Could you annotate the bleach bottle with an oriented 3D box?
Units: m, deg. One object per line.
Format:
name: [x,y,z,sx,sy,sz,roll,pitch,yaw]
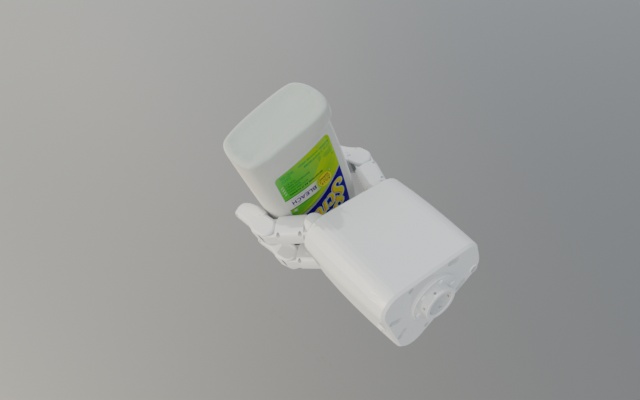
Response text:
bleach bottle: [0.000,0.002,0.509,0.068,0.102,0.251,42,-10,39]
